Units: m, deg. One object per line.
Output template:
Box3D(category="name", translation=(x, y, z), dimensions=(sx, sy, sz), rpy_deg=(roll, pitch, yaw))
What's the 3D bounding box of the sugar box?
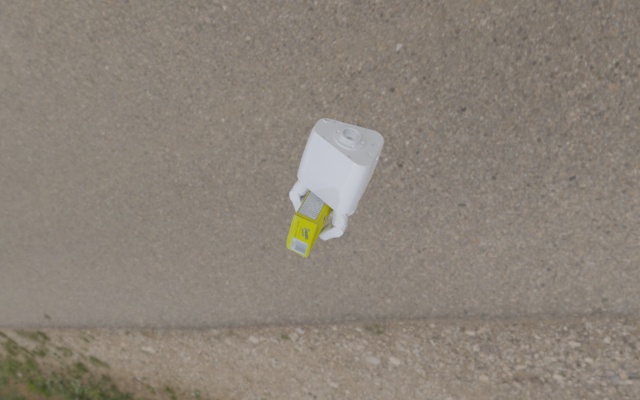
Box3D(category="sugar box", translation=(0.001, 0.003, 0.820), dimensions=(0.048, 0.093, 0.176), rpy_deg=(26, 48, 7))
